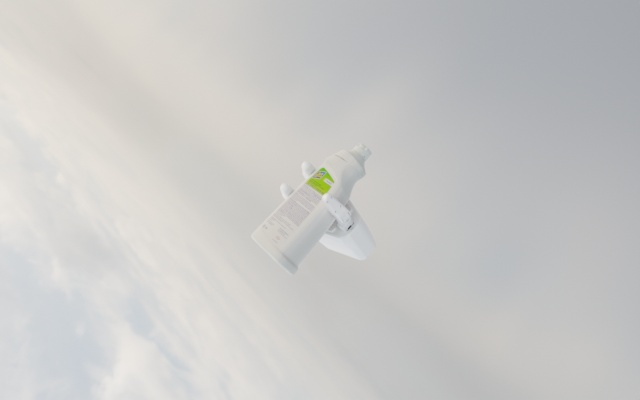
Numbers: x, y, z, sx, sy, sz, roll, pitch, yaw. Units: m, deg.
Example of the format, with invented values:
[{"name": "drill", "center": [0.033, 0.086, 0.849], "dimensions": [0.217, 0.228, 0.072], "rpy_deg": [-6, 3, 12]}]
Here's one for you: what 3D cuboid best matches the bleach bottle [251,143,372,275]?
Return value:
[{"name": "bleach bottle", "center": [0.000, 0.003, 0.824], "dimensions": [0.102, 0.251, 0.068], "rpy_deg": [37, -9, 39]}]
